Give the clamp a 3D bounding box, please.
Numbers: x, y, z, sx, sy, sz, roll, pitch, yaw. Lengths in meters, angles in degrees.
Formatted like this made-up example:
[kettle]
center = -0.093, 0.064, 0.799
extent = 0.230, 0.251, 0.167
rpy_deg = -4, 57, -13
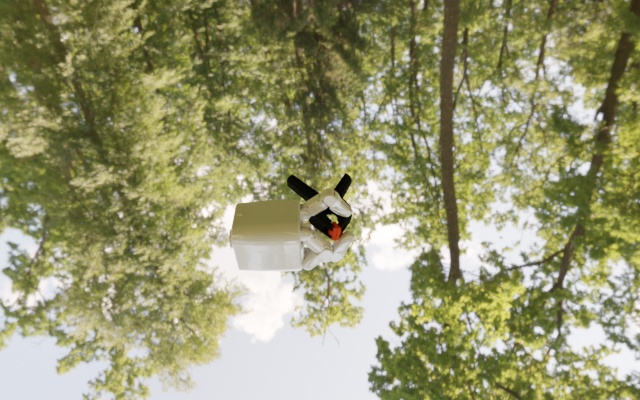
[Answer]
[clamp]
center = 0.000, 0.003, 0.832
extent = 0.120, 0.039, 0.171
rpy_deg = -2, 34, -1
